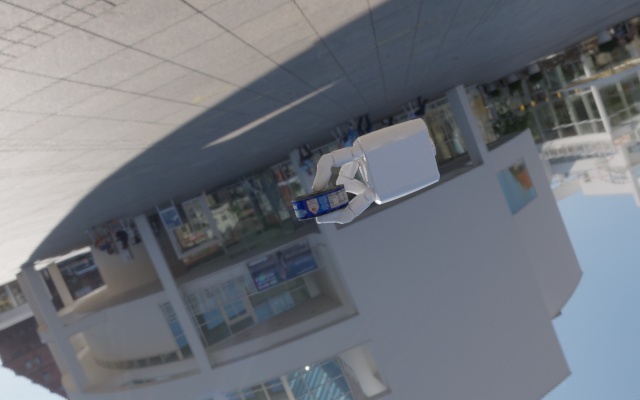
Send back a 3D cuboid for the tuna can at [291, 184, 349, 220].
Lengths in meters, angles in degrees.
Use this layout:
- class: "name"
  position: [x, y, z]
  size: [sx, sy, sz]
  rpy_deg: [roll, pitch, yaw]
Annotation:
- class: "tuna can"
  position: [0.000, 0.003, 0.738]
  size: [0.086, 0.034, 0.086]
  rpy_deg: [-17, 4, 1]
